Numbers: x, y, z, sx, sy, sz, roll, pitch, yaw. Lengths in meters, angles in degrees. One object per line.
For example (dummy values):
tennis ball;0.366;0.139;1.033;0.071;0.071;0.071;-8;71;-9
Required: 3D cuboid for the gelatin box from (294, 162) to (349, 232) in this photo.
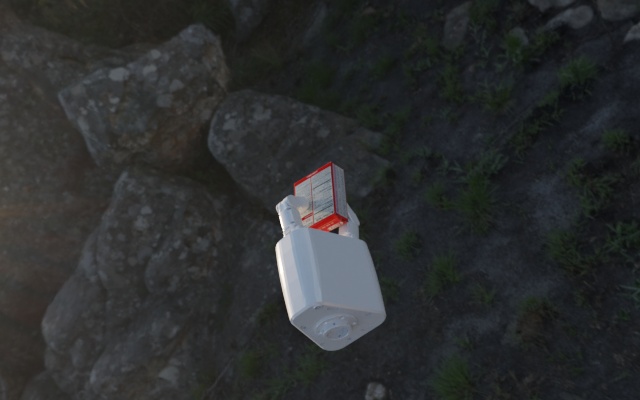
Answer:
gelatin box;0.000;0.002;0.654;0.073;0.089;0.030;-29;-40;33
